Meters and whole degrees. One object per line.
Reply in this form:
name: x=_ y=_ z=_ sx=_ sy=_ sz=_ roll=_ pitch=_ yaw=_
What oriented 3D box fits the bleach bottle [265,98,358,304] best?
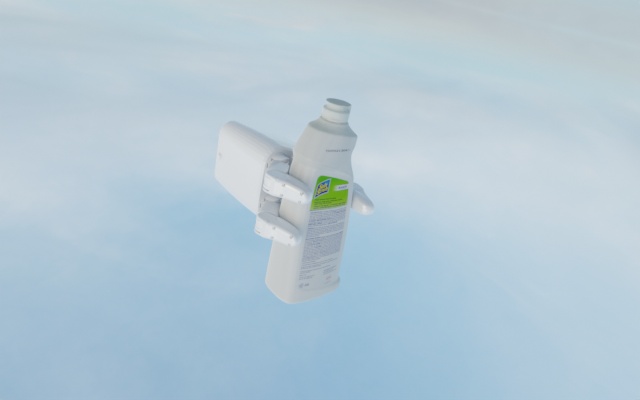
bleach bottle: x=0.000 y=0.002 z=0.580 sx=0.102 sy=0.251 sz=0.068 roll=-11 pitch=34 yaw=-42
